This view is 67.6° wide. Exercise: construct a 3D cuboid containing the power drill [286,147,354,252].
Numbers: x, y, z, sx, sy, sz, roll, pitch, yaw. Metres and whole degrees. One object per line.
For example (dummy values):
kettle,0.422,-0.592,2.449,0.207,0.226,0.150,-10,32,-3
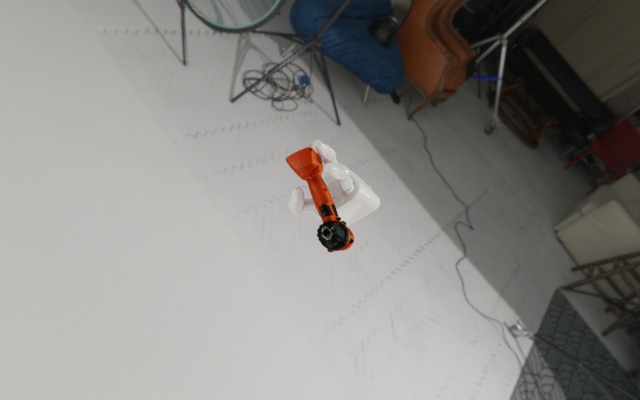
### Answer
power drill,0.000,0.002,0.849,0.057,0.187,0.184,-23,-12,5
